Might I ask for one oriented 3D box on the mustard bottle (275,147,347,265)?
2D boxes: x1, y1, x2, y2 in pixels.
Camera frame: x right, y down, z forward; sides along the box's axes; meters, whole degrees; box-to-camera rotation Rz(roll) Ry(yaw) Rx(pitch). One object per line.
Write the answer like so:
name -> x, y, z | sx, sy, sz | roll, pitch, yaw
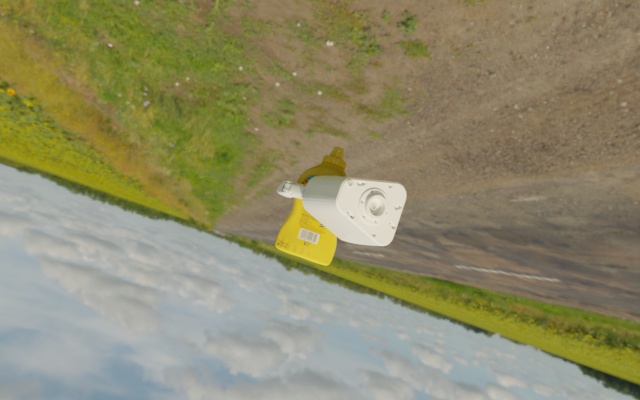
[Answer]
mustard bottle -> 0.000, 0.003, 0.782 | 0.096, 0.191, 0.058 | 19, -7, 0
